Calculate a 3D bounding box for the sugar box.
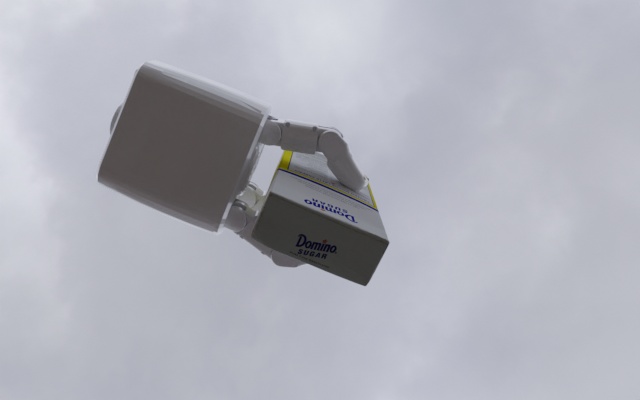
[{"bbox_3d":[0.000,0.002,0.410,0.093,0.048,0.176,23,19,-6],"label":"sugar box"}]
